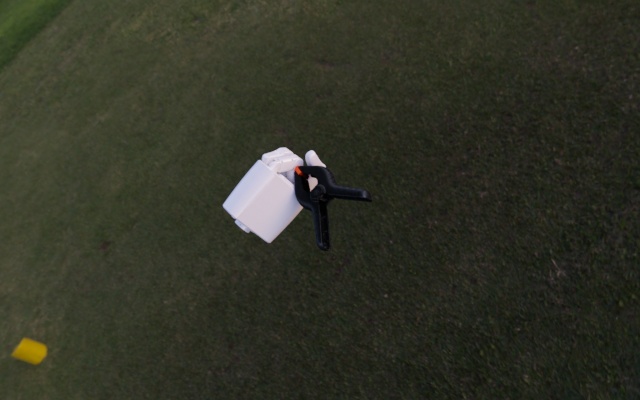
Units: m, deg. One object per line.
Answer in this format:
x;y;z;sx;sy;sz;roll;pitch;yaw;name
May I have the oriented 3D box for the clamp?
0.000;0.002;0.802;0.171;0.120;0.039;38;1;45;clamp
